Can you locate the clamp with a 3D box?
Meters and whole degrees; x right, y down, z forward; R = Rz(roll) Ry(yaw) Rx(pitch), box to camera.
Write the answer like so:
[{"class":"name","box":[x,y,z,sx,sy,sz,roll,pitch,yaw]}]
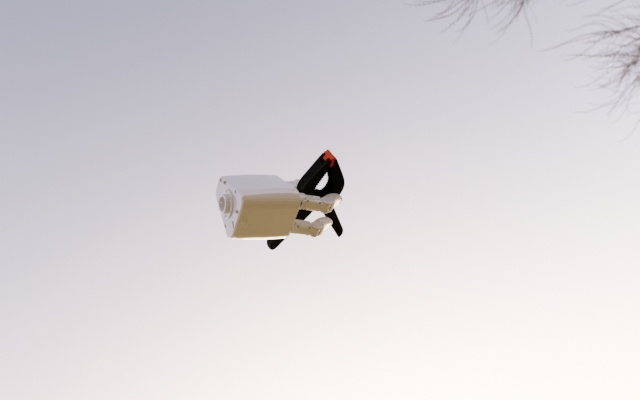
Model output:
[{"class":"clamp","box":[0.000,0.002,0.880,0.164,0.210,0.036,-2,39,-36]}]
